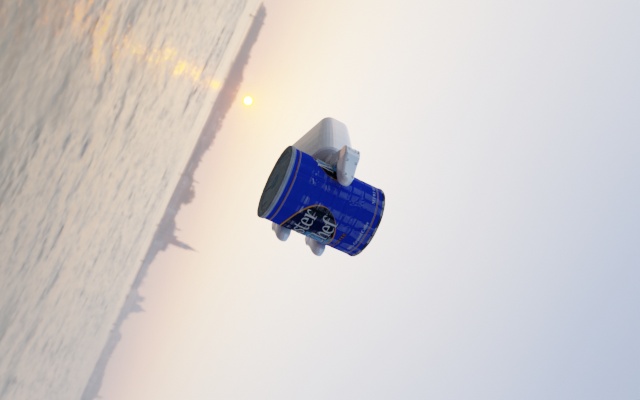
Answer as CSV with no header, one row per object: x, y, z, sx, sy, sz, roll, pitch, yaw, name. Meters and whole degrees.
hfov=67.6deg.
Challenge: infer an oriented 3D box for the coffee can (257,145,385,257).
0.000,0.002,0.639,0.140,0.103,0.103,25,-7,-16,coffee can
